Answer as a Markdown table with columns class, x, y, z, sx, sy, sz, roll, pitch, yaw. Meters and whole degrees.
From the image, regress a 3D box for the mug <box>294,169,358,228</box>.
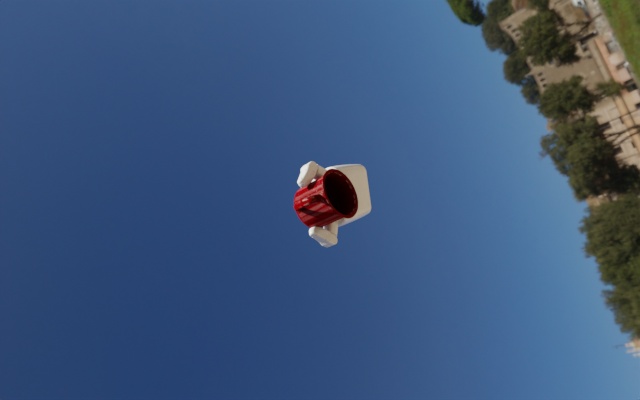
| class | x | y | z | sx | sy | sz | roll | pitch | yaw |
| --- | --- | --- | --- | --- | --- | --- | --- | --- | --- |
| mug | -0.001 | 0.003 | 0.844 | 0.081 | 0.093 | 0.117 | -26 | -8 | 37 |
